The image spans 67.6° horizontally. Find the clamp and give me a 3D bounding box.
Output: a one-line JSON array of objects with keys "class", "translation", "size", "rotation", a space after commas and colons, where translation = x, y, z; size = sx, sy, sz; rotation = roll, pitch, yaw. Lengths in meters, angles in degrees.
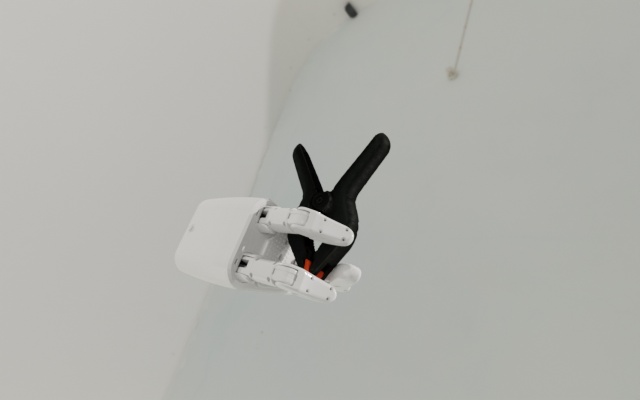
[{"class": "clamp", "translation": [0.000, 0.002, 0.513], "size": [0.120, 0.171, 0.039], "rotation": [3, -27, 41]}]
